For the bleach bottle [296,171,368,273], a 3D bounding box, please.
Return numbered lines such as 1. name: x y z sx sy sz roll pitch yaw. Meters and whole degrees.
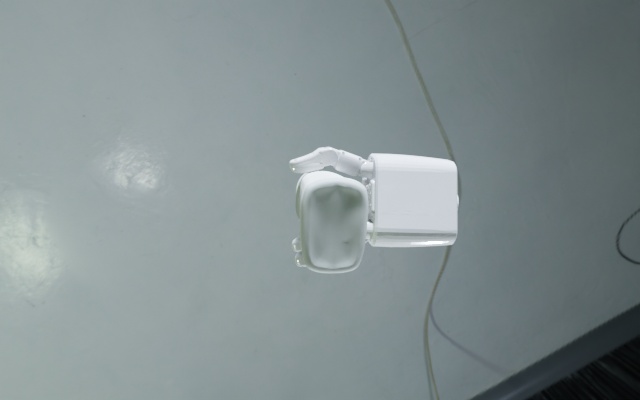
1. bleach bottle: 0.000 0.002 0.592 0.068 0.102 0.250 1 13 -7
